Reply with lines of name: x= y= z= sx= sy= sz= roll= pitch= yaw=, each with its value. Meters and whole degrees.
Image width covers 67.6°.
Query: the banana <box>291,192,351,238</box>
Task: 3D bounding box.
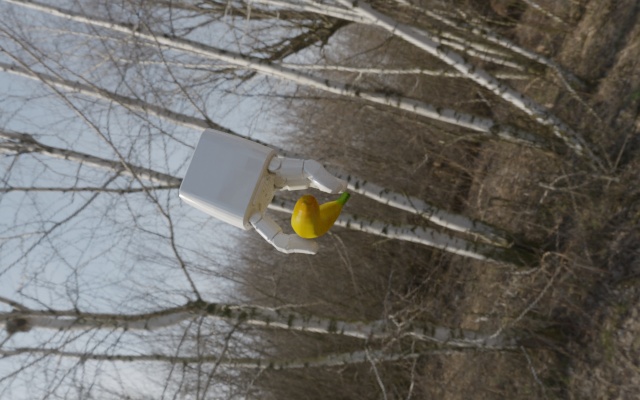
banana: x=-0.006 y=0.019 z=0.625 sx=0.037 sy=0.069 sz=0.198 roll=26 pitch=9 yaw=12
